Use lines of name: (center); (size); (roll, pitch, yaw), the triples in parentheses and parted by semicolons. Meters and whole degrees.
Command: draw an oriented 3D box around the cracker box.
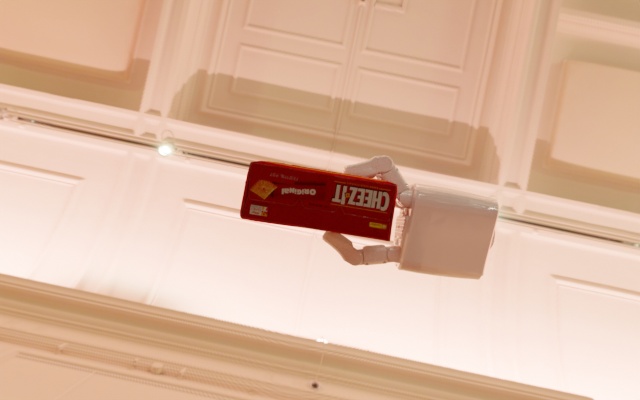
cracker box: (0.000, 0.002, 0.610); (0.164, 0.072, 0.214); (8, -2, 1)
